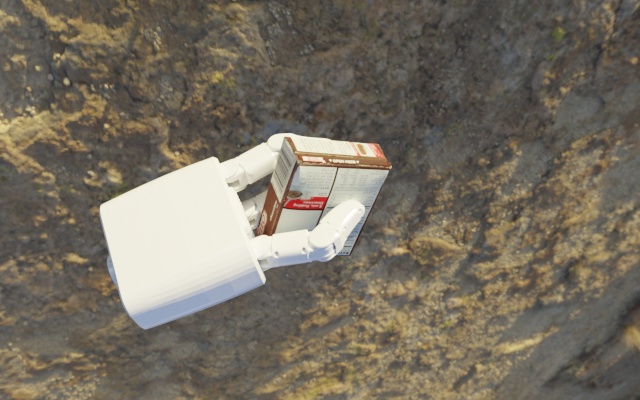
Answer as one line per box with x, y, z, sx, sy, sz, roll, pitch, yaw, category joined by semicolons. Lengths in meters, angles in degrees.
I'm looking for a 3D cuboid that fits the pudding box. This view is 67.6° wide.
0.000;0.002;0.423;0.090;0.114;0.039;1;42;-25;pudding box
